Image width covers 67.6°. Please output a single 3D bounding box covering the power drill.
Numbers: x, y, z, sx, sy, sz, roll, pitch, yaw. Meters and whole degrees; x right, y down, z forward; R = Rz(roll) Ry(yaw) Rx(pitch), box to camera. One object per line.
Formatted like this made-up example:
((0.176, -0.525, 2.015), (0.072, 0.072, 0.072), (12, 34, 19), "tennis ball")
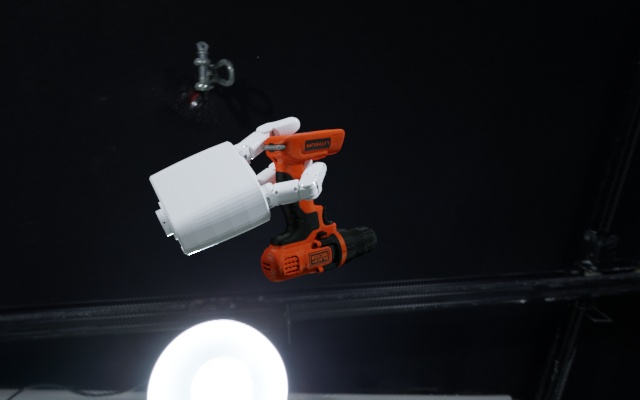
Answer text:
((0.000, 0.002, 0.635), (0.184, 0.188, 0.057), (-12, 10, -38), "power drill")
